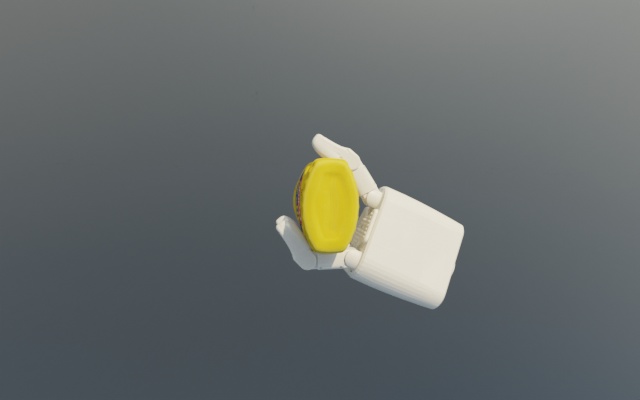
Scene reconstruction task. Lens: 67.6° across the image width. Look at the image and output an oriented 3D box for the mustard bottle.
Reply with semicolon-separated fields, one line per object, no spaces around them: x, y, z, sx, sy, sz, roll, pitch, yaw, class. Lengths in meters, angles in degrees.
0.000;0.002;0.562;0.058;0.096;0.191;-1;3;-6;mustard bottle
